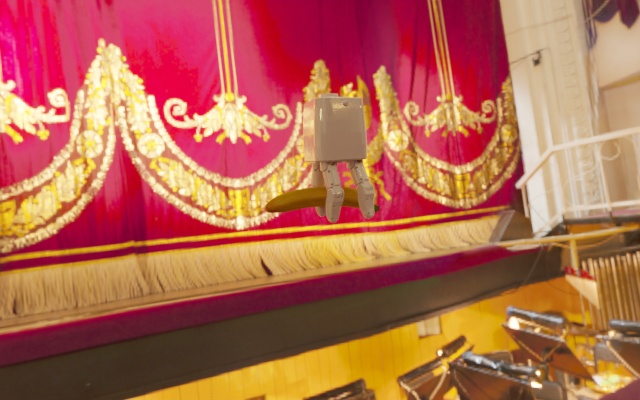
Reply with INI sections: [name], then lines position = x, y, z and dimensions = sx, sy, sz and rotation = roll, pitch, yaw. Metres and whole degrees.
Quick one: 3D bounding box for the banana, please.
[banana]
position = 0.000, -0.002, 0.833
dimensions = 0.198, 0.037, 0.069
rotation = -2, 15, -12
